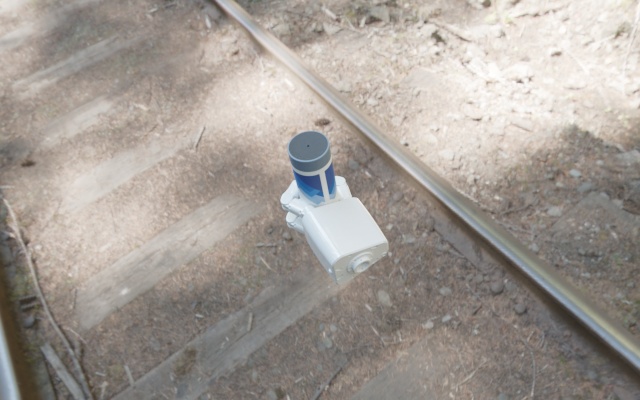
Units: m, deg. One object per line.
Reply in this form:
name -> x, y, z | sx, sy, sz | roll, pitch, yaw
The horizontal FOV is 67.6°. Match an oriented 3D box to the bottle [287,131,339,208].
bottle -> 0.000, 0.003, 0.855 | 0.069, 0.069, 0.296 | 0, -36, 9
